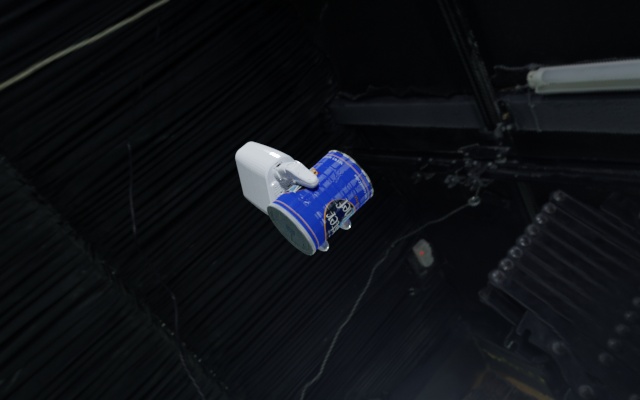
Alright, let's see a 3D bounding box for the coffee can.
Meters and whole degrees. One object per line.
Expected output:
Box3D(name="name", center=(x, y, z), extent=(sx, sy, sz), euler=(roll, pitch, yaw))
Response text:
Box3D(name="coffee can", center=(0.000, 0.003, 0.760), extent=(0.140, 0.103, 0.103), euler=(-43, 17, -19))
